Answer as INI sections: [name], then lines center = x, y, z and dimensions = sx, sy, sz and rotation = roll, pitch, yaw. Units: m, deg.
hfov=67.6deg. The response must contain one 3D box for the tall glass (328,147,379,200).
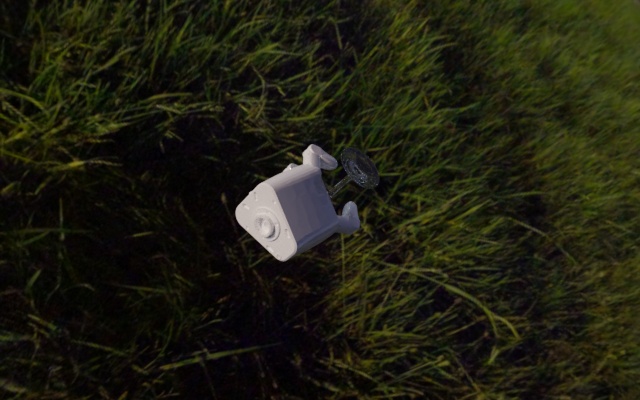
[tall glass]
center = 0.001, 0.002, 0.772
dimensions = 0.079, 0.079, 0.201
rotation = 0, -31, -45
